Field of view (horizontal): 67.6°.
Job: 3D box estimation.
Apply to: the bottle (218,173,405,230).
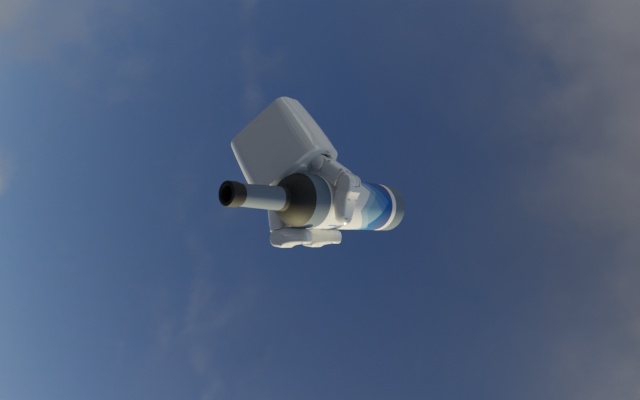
[{"bbox_3d":[0.000,0.002,0.601,0.069,0.069,0.296,0,-4,41],"label":"bottle"}]
